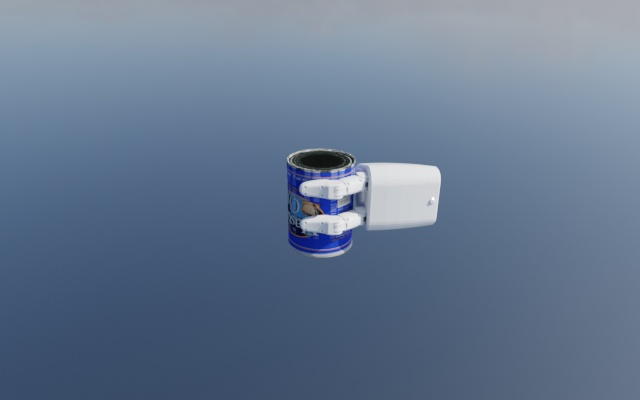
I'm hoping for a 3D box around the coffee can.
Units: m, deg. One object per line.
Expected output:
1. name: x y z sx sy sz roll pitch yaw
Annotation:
1. coffee can: 0.000 0.003 0.733 0.103 0.140 0.102 1 24 0
